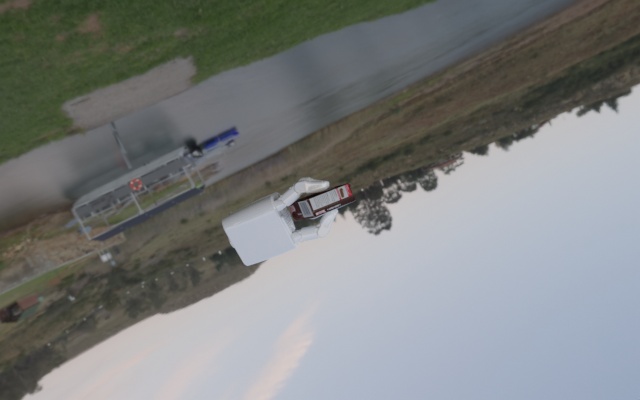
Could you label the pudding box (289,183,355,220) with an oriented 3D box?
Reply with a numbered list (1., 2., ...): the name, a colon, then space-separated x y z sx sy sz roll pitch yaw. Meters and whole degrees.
1. pudding box: 0.000 0.003 0.883 0.090 0.039 0.113 -23 6 -21
